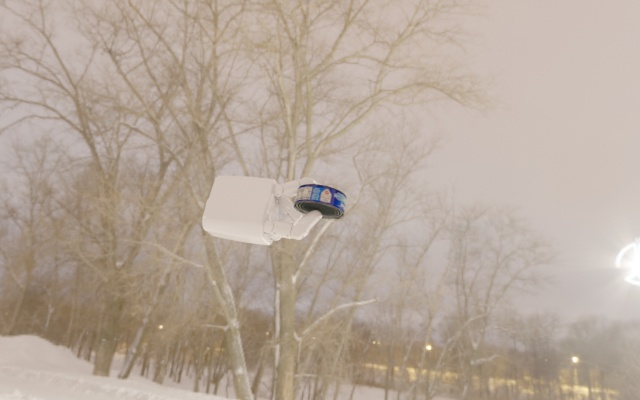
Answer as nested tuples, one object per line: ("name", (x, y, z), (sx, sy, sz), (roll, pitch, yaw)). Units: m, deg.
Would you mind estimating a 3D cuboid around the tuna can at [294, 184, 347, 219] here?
("tuna can", (0.000, 0.002, 0.797), (0.086, 0.033, 0.086), (11, -17, 3))
